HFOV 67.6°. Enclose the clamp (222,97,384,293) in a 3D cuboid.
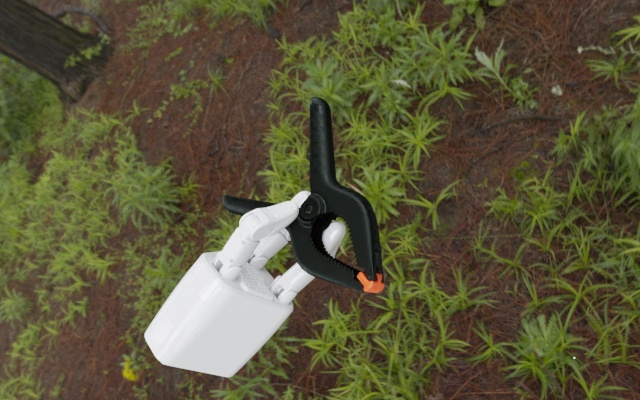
[{"bbox_3d":[0.000,0.002,0.483,0.210,0.164,0.036,44,12,31],"label":"clamp"}]
